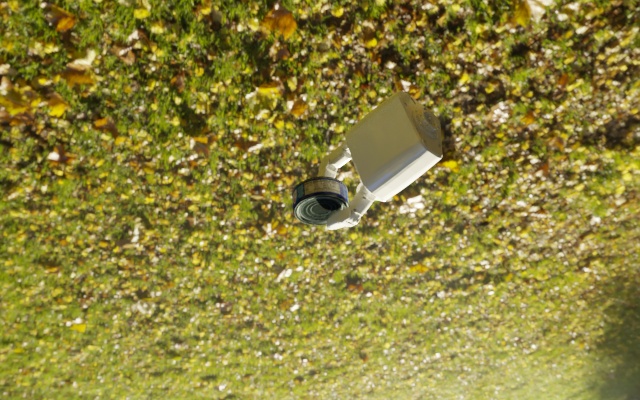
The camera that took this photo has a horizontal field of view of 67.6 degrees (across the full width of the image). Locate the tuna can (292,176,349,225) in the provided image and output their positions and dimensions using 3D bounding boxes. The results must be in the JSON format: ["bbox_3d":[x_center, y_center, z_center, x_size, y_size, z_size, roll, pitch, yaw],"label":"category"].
[{"bbox_3d":[0.000,0.003,0.722,0.086,0.033,0.086,-4,-34,-3],"label":"tuna can"}]
